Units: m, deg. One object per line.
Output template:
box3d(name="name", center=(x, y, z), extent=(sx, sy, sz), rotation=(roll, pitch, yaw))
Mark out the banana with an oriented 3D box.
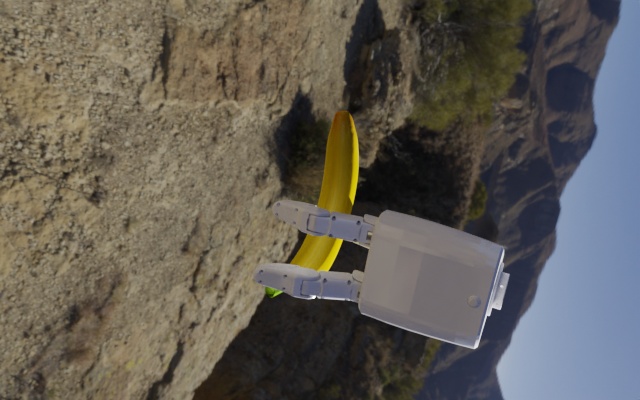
box3d(name="banana", center=(0.006, 0.010, 0.486), extent=(0.037, 0.197, 0.070), rotation=(16, -9, 27))
